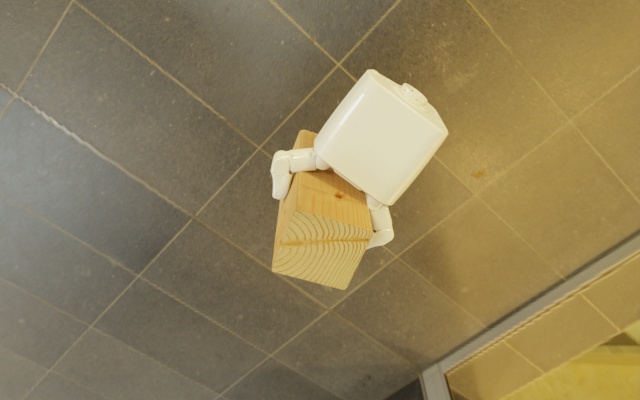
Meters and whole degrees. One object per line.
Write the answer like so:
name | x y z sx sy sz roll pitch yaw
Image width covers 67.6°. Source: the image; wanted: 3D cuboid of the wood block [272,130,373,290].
wood block | 0.000 0.002 0.603 0.091 0.090 0.206 17 30 -10
